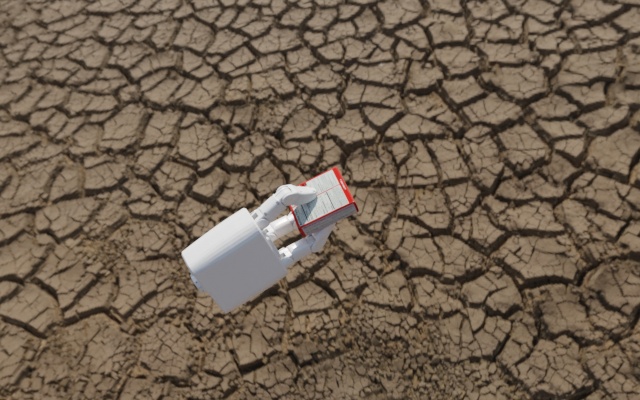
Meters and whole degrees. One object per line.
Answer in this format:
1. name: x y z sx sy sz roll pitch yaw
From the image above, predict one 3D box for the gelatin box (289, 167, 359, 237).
1. gelatin box: 0.000 0.002 0.688 0.089 0.073 0.030 -26 -38 2
